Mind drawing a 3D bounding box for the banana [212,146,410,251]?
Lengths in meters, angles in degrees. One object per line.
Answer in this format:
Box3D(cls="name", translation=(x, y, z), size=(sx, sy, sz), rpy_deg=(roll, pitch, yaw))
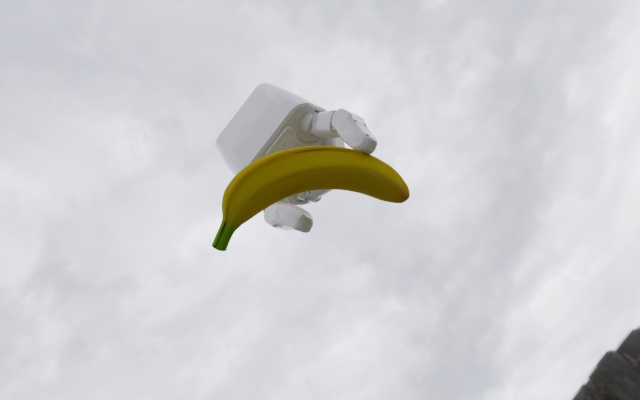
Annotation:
Box3D(cls="banana", translation=(-0.002, -0.014, 0.410), size=(0.198, 0.070, 0.037), rpy_deg=(-13, 31, -27))
